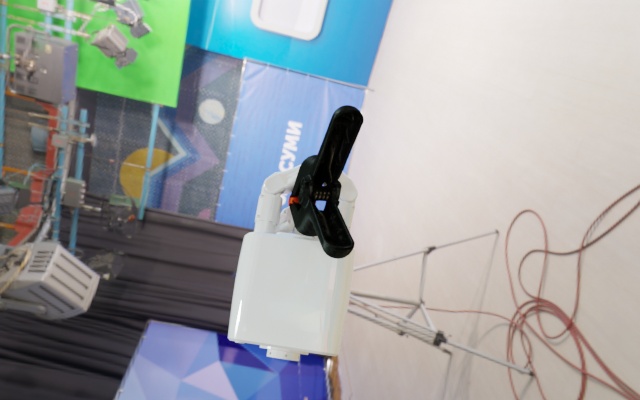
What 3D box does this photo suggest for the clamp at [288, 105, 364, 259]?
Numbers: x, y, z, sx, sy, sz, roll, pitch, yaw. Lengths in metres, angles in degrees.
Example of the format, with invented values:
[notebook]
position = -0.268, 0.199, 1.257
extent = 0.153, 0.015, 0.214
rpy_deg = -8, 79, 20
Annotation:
[clamp]
position = -0.001, 0.001, 0.434
extent = 0.039, 0.120, 0.171
rpy_deg = 12, -18, -10
